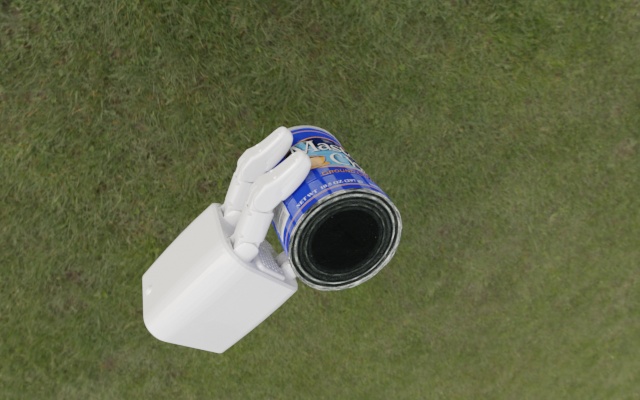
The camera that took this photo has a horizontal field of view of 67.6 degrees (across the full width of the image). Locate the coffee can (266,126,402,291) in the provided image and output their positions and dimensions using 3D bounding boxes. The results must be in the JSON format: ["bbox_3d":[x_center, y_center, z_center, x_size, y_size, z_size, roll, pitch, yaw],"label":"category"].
[{"bbox_3d":[0.000,0.001,0.455,0.103,0.103,0.140,0,29,-22],"label":"coffee can"}]
